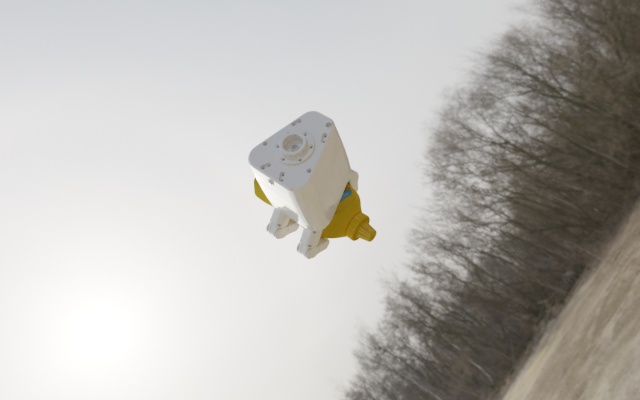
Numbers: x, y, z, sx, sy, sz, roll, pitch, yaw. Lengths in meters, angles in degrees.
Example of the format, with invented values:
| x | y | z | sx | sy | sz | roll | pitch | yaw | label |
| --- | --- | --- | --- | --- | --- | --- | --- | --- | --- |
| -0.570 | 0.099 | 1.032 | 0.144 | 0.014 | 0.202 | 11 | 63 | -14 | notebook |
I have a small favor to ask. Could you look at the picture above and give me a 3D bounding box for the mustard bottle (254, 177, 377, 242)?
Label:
| x | y | z | sx | sy | sz | roll | pitch | yaw | label |
| --- | --- | --- | --- | --- | --- | --- | --- | --- | --- |
| 0.000 | 0.002 | 0.694 | 0.191 | 0.058 | 0.096 | 33 | 50 | 26 | mustard bottle |
